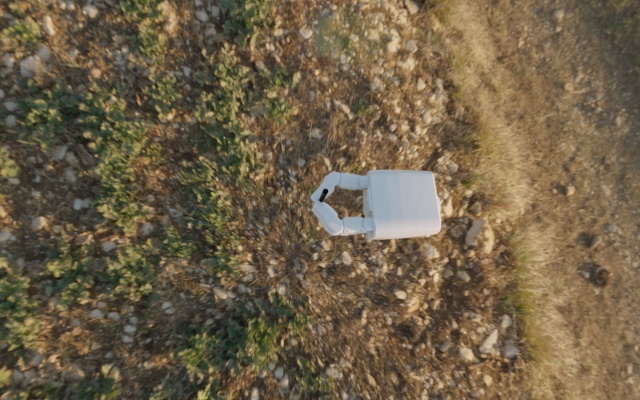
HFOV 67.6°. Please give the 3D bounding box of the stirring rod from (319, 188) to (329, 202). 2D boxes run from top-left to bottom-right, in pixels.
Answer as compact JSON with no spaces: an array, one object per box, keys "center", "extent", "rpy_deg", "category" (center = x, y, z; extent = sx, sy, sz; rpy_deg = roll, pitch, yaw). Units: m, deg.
[{"center":[0.000,0.002,0.768],"extent":[0.011,0.011,0.239],"rpy_deg":[0,-7,-3],"category":"stirring rod"}]
